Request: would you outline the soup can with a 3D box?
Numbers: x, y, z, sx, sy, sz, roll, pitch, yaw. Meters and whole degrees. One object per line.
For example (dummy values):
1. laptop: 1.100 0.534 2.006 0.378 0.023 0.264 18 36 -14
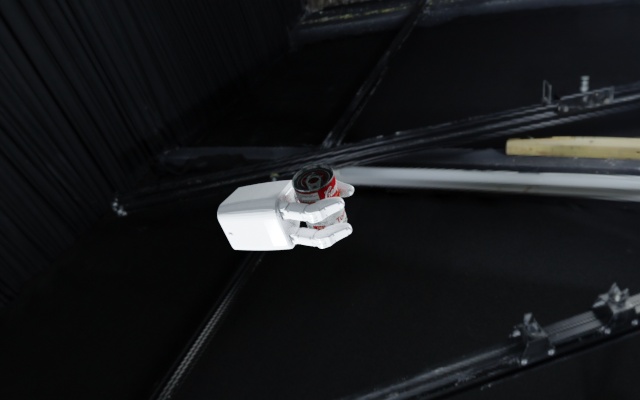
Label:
1. soup can: 0.001 0.003 0.767 0.068 0.102 0.068 -12 37 9
